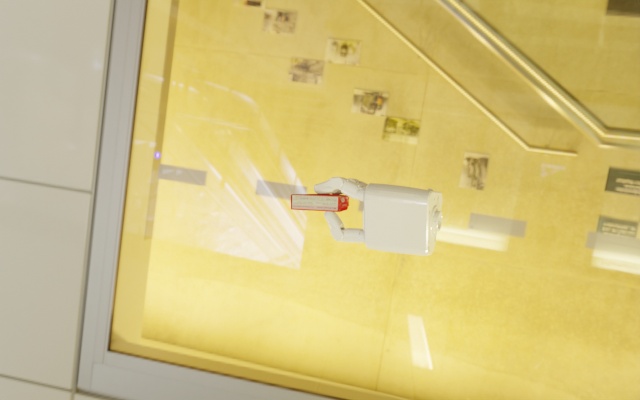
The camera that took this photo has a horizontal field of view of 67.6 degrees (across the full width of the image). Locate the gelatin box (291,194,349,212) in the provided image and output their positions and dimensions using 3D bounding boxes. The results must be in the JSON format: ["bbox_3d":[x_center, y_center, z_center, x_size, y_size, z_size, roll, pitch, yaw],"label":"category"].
[{"bbox_3d":[0.000,0.003,0.839,0.089,0.030,0.073,2,1,14],"label":"gelatin box"}]
